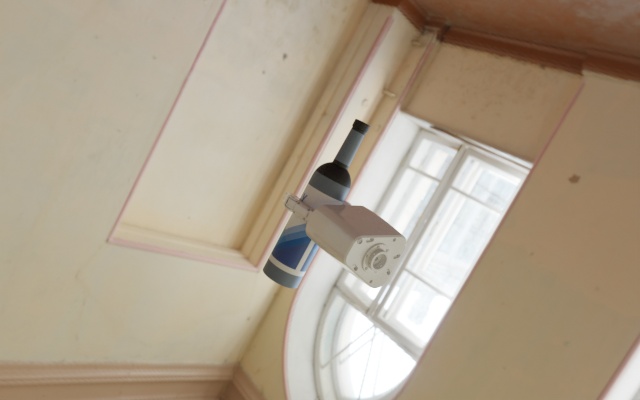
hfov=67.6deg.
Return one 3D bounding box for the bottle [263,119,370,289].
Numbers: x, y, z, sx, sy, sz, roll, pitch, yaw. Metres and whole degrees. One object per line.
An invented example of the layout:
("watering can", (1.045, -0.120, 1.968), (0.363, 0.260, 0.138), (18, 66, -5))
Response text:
("bottle", (0.000, 0.003, 0.791), (0.069, 0.296, 0.069), (28, 7, -4))
